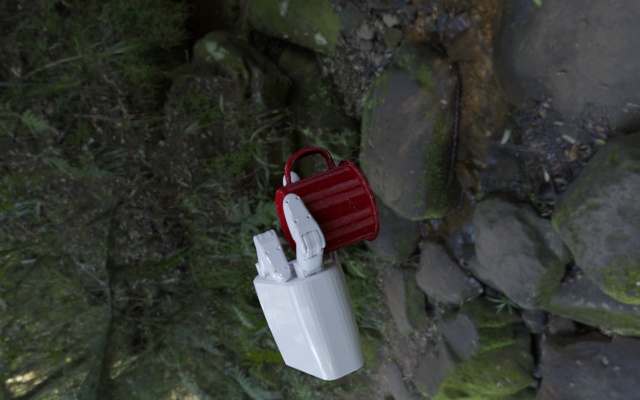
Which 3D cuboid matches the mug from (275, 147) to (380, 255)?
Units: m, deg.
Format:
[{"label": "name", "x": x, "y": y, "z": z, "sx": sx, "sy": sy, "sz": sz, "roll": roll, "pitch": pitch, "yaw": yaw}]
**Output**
[{"label": "mug", "x": -0.001, "y": 0.000, "z": 0.501, "sx": 0.081, "sy": 0.117, "sz": 0.093, "roll": -20, "pitch": 5, "yaw": -17}]
